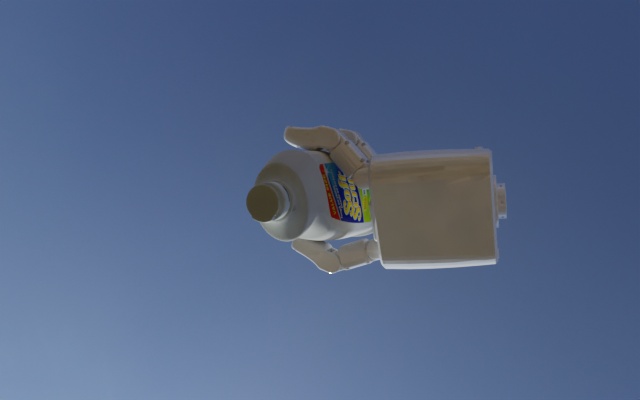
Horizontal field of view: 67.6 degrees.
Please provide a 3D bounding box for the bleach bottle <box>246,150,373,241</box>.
[{"bbox_3d":[0.000,0.001,0.477,0.068,0.102,0.251,-5,2,20],"label":"bleach bottle"}]
